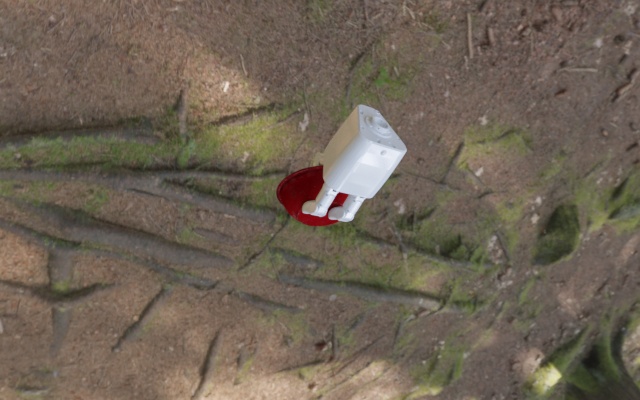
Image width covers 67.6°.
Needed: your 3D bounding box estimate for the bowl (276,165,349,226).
[{"bbox_3d":[0.000,0.004,0.883,0.162,0.055,0.162,-5,-30,-3],"label":"bowl"}]
